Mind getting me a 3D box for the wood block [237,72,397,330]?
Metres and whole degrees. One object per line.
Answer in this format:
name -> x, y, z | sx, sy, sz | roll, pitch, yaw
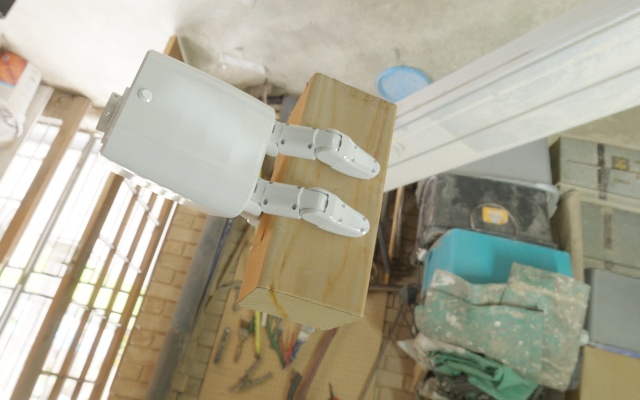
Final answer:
wood block -> 0.000, 0.002, 0.440 | 0.090, 0.206, 0.091 | 19, -26, -13
